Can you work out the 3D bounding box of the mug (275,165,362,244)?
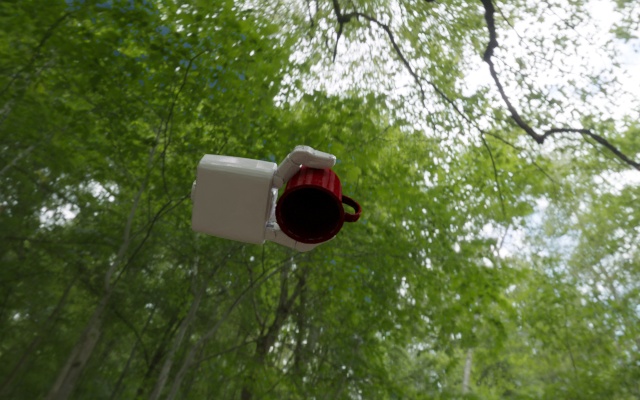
[{"bbox_3d":[0.002,0.002,0.666,0.117,0.093,0.081,11,30,-2],"label":"mug"}]
